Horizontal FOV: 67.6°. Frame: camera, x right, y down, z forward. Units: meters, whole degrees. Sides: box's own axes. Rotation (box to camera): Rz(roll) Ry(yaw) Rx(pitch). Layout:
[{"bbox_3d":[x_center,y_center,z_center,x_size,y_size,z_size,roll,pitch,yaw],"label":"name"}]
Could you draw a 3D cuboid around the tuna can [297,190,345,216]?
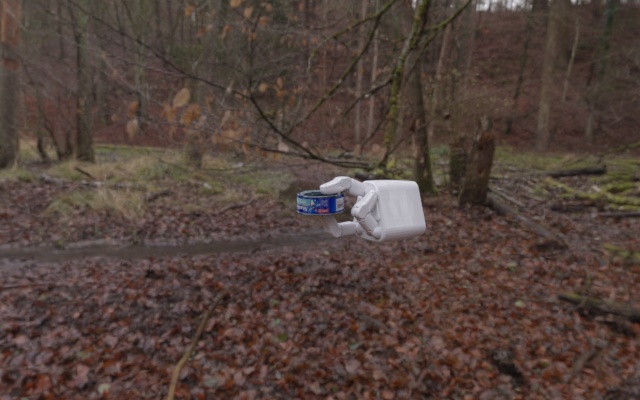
[{"bbox_3d":[0.000,0.002,0.857,0.086,0.034,0.086,-1,10,0],"label":"tuna can"}]
